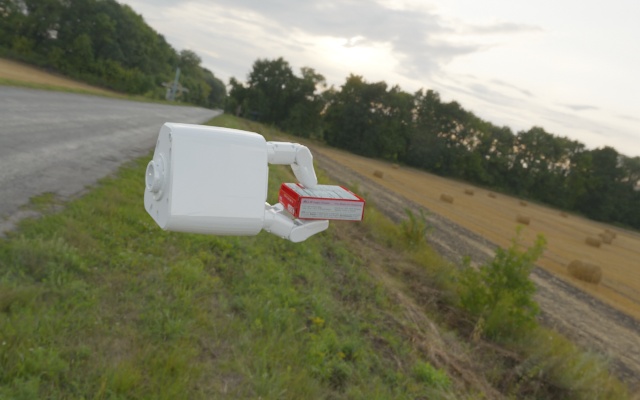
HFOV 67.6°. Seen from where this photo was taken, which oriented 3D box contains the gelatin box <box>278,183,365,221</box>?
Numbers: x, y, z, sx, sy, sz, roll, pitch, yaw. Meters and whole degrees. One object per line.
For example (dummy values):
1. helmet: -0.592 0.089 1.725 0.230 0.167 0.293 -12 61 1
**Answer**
1. gelatin box: 0.000 0.002 0.593 0.089 0.030 0.073 2 14 -22
